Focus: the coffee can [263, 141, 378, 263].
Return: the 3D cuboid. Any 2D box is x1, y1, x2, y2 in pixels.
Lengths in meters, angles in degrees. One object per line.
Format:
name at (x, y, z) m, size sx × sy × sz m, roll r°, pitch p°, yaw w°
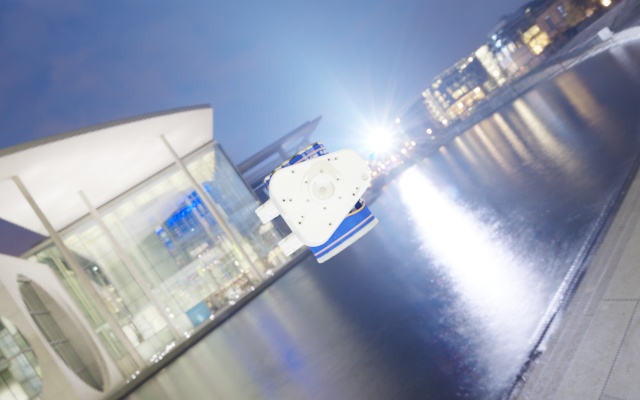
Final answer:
coffee can at (0.000, 0.002, 0.679) m, size 0.103 × 0.140 × 0.103 m, roll -35°, pitch -2°, yaw -2°
